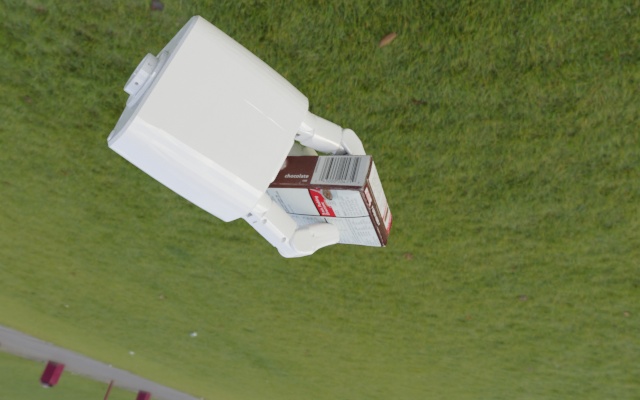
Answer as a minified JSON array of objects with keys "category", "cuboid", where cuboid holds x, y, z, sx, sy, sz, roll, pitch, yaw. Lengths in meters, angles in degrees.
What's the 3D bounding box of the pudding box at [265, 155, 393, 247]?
[{"category":"pudding box","cuboid":[0.000,0.002,0.430,0.113,0.039,0.090,3,-35,25]}]
